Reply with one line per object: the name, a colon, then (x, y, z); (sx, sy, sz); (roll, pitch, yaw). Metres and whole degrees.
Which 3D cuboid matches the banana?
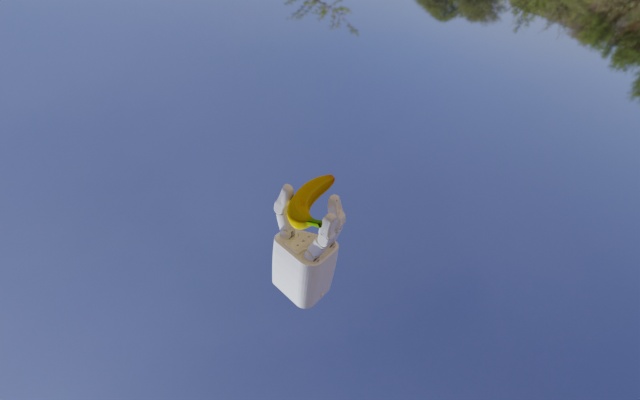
banana: (-0.019, 0.003, 0.831); (0.069, 0.037, 0.197); (3, 27, 7)
